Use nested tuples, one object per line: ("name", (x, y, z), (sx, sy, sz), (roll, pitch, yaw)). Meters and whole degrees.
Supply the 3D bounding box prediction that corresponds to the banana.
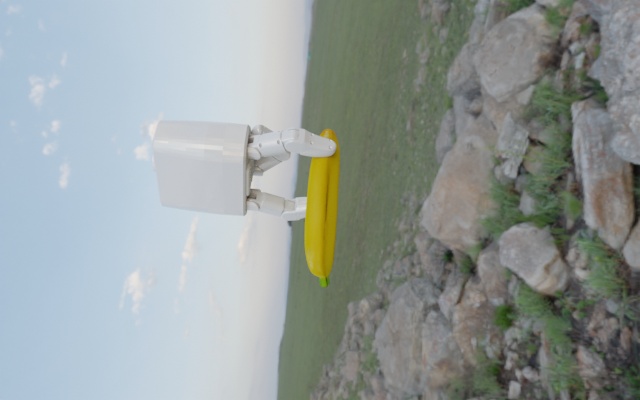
("banana", (0.001, 0.002, 0.565), (0.037, 0.197, 0.069), (4, -9, -4))
